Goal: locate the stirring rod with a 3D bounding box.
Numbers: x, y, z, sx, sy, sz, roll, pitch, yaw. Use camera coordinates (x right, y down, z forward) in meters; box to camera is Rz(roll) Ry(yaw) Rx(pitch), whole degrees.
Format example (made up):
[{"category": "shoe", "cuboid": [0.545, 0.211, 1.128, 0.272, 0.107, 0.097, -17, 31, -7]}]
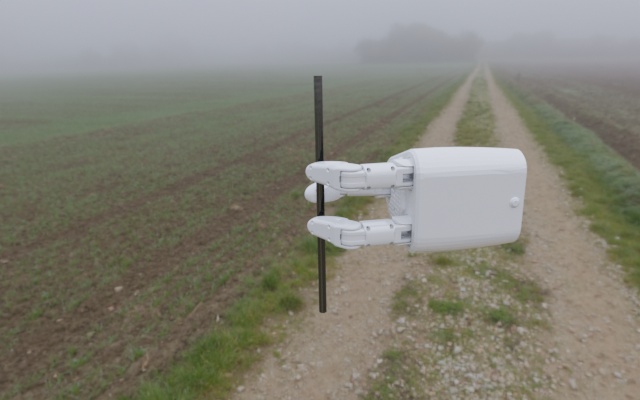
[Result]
[{"category": "stirring rod", "cuboid": [0.000, 0.002, 0.470, 0.011, 0.239, 0.011, -1, 16, 0]}]
